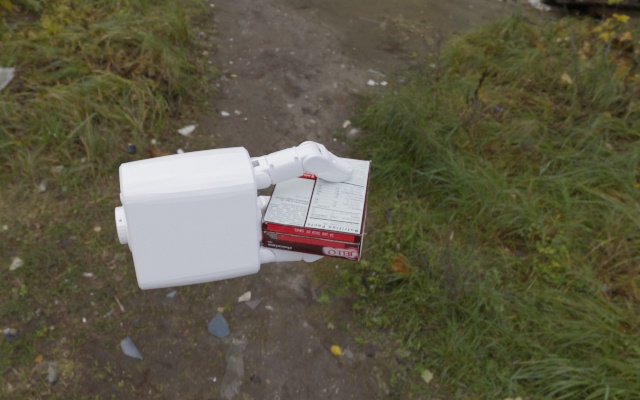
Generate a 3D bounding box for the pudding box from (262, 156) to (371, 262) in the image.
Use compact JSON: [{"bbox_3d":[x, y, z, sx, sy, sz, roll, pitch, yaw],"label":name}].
[{"bbox_3d":[0.000,0.001,0.457,0.090,0.039,0.113,9,44,5],"label":"pudding box"}]
